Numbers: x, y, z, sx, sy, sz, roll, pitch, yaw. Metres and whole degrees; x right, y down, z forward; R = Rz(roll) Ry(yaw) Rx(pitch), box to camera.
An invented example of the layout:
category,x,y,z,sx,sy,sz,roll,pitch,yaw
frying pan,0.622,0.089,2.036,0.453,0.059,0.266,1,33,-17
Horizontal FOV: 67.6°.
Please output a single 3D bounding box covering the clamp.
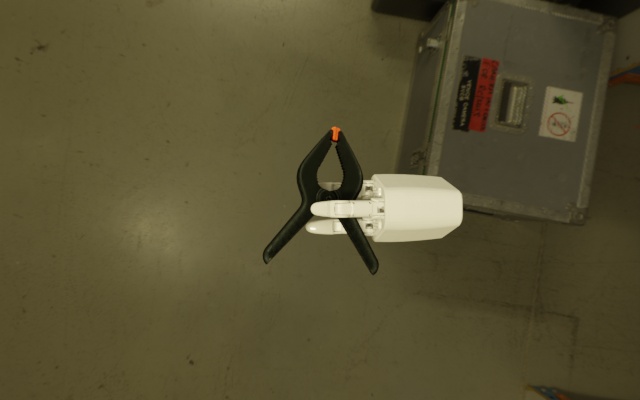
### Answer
category,x,y,z,sx,sy,sz,roll,pitch,yaw
clamp,0.000,0.002,0.676,0.164,0.210,0.036,0,0,-5
